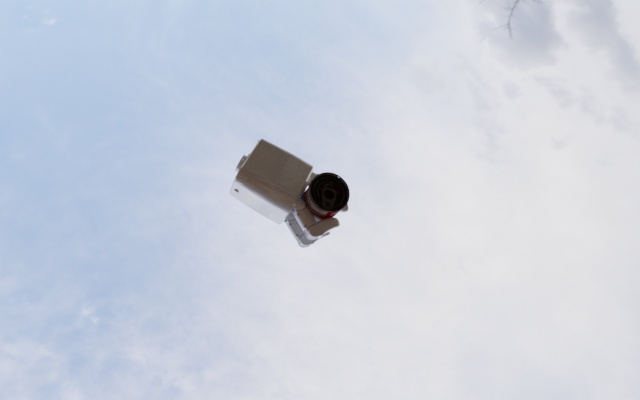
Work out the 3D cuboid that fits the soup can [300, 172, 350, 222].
[{"bbox_3d":[0.001,0.003,0.809,0.068,0.068,0.102,0,-20,-19],"label":"soup can"}]
